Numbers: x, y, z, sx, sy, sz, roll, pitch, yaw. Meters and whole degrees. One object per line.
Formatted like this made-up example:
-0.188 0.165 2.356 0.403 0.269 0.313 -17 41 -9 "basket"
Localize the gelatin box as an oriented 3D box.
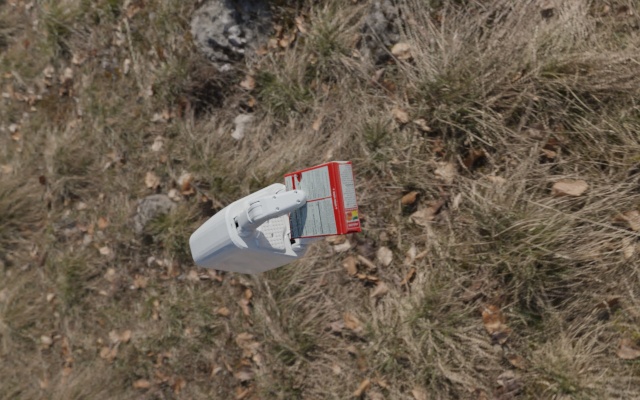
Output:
0.000 0.002 0.505 0.030 0.073 0.089 -6 -3 -39 "gelatin box"
